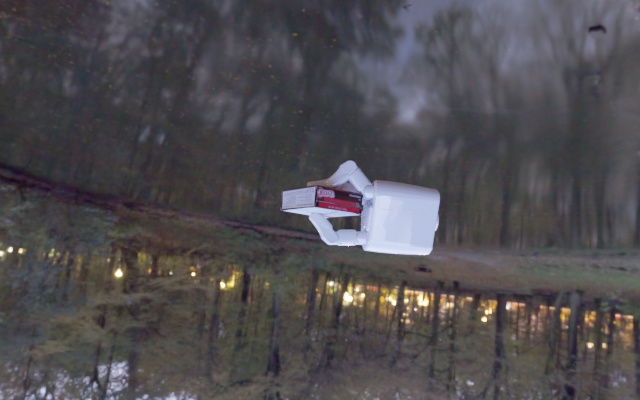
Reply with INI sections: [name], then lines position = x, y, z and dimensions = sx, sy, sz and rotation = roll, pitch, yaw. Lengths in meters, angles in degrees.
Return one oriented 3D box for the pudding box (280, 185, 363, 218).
[pudding box]
position = 0.000, 0.003, 0.772
dimensions = 0.090, 0.039, 0.113
rotation = 11, -11, -32
